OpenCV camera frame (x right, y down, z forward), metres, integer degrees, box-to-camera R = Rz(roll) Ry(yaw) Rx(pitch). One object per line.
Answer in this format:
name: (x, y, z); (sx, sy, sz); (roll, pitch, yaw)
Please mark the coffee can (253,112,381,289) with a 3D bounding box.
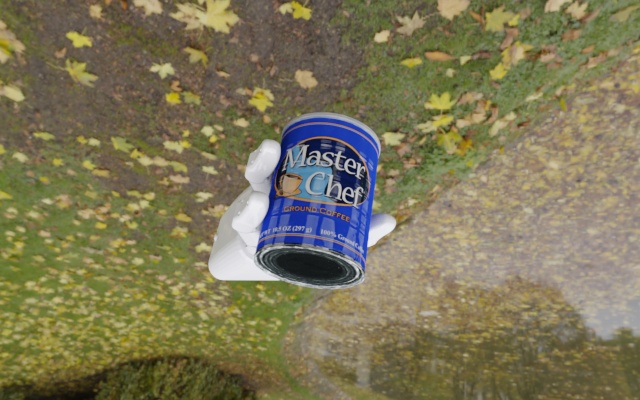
coffee can: (0.000, 0.001, 0.461); (0.103, 0.140, 0.103); (8, -28, 4)
